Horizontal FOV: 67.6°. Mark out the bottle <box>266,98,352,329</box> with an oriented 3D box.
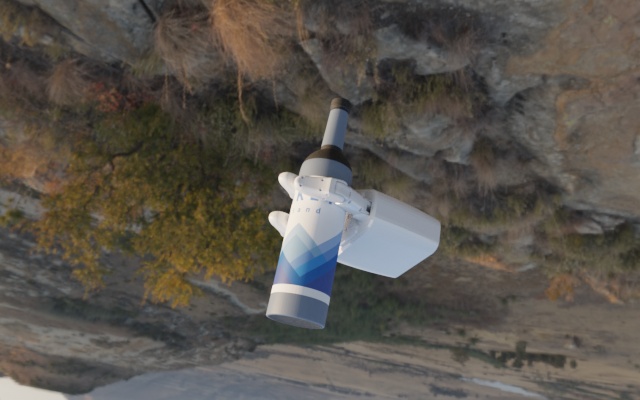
[{"bbox_3d":[0.000,0.002,0.586,0.069,0.295,0.069,10,-23,4],"label":"bottle"}]
